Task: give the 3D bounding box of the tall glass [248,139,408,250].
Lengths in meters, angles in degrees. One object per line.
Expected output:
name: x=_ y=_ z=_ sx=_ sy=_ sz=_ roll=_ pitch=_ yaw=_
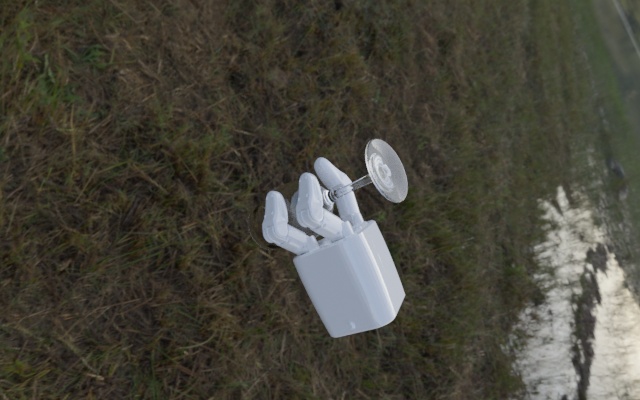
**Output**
tall glass: x=0.001 y=0.001 z=0.571 sx=0.201 sy=0.079 sz=0.079 roll=-25 pitch=-16 yaw=36
